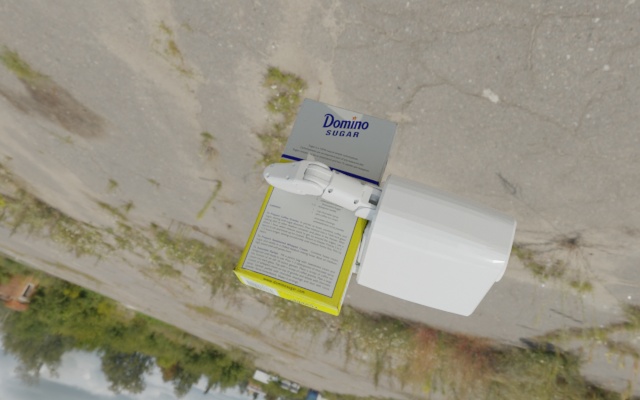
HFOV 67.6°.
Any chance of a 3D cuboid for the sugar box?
[{"bbox_3d":[0.000,0.002,0.426,0.093,0.176,0.048,18,-21,9],"label":"sugar box"}]
